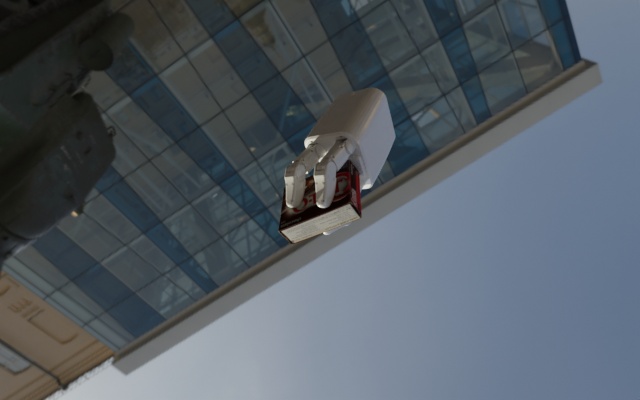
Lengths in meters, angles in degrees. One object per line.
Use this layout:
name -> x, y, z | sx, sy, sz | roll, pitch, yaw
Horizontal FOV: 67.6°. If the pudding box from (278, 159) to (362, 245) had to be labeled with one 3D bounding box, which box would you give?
pudding box -> 0.000, 0.002, 0.658 | 0.113, 0.090, 0.039 | -25, -54, 22
